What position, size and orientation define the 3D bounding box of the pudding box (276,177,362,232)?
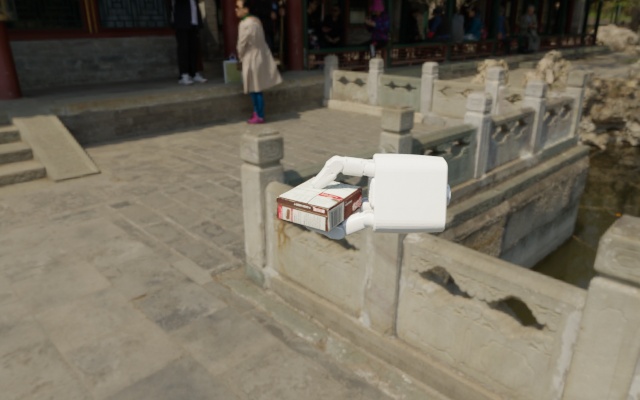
[{"bbox_3d":[0.000,0.002,0.722,0.090,0.039,0.113,13,23,27],"label":"pudding box"}]
